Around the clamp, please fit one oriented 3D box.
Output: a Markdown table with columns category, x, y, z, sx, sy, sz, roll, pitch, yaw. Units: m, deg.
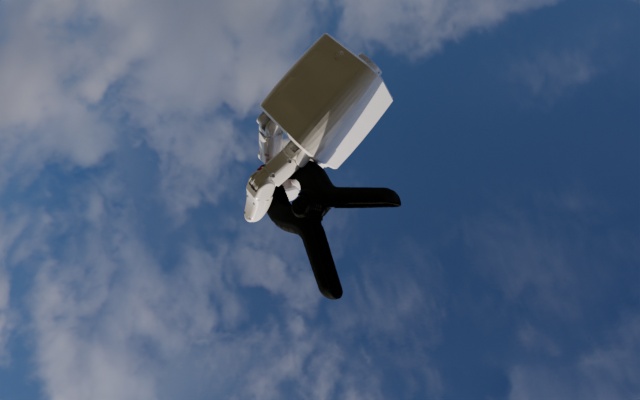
| category | x | y | z | sx | sy | sz | roll | pitch | yaw |
| --- | --- | --- | --- | --- | --- | --- | --- | --- | --- |
| clamp | 0.000 | 0.002 | 0.490 | 0.171 | 0.120 | 0.039 | 48 | 10 | 31 |
